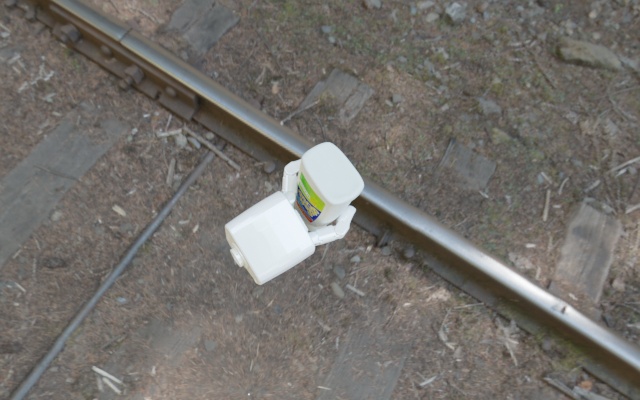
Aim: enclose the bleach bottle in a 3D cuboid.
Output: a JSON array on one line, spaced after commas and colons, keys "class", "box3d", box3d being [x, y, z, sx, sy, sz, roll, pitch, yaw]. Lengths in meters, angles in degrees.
[{"class": "bleach bottle", "box3d": [0.000, 0.003, 0.809, 0.068, 0.102, 0.251, -31, -14, -18]}]
